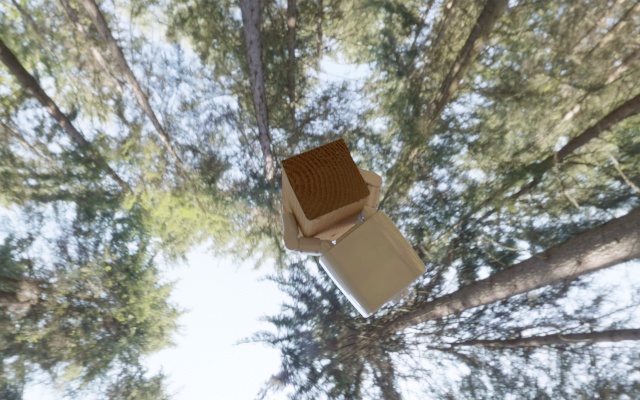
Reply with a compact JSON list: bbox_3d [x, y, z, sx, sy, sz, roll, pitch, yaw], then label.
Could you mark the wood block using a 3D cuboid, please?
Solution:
[{"bbox_3d":[0.000,0.003,0.705,0.091,0.090,0.206,-22,-15,-11],"label":"wood block"}]
